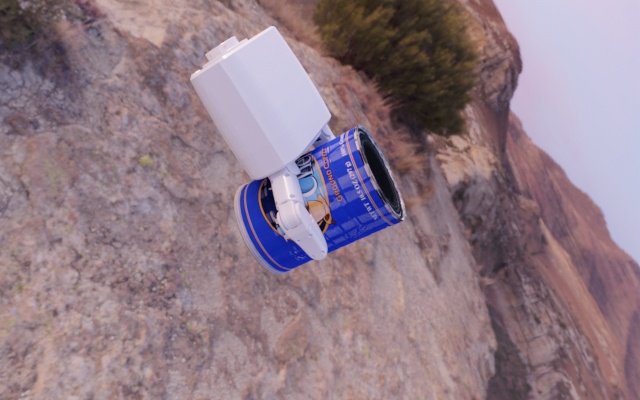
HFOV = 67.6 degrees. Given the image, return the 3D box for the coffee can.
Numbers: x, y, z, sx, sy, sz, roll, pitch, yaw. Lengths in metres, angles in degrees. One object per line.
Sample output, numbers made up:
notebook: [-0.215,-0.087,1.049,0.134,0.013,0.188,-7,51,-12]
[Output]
coffee can: [0.000,0.002,0.480,0.140,0.103,0.103,-26,-9,18]
